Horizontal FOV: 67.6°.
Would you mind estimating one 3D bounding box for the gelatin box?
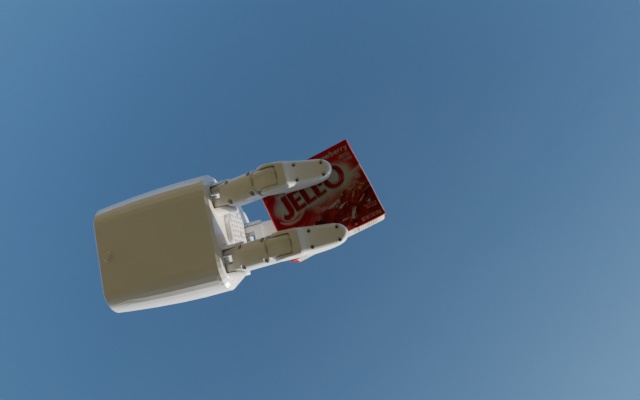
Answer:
[{"bbox_3d":[0.000,0.001,0.410,0.089,0.073,0.030,-27,-12,0],"label":"gelatin box"}]
